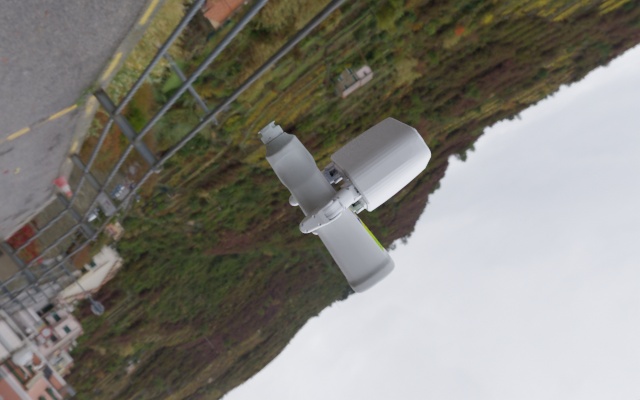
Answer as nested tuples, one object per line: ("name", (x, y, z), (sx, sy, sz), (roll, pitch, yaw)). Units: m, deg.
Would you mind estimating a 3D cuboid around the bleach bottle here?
("bleach bottle", (0.000, 0.002, 0.652), (0.068, 0.251, 0.102), (-36, 7, 1))
